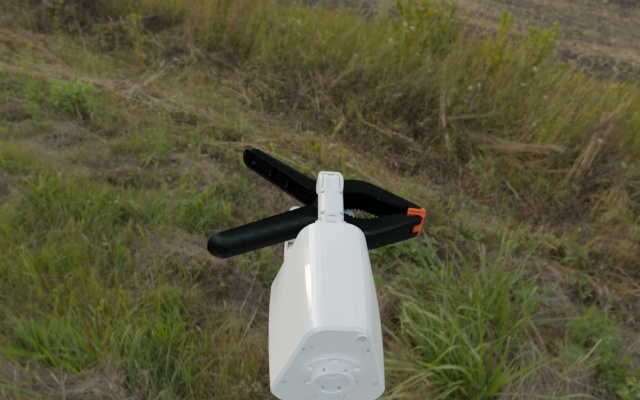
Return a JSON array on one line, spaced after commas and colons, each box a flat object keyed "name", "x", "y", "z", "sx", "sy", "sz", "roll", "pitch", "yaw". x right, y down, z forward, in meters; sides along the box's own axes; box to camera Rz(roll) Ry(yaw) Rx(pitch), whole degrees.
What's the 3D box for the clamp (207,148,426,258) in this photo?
[{"name": "clamp", "x": 0.001, "y": 0.001, "z": 0.495, "sx": 0.210, "sy": 0.036, "sz": 0.164, "roll": 4, "pitch": 39, "yaw": -5}]
